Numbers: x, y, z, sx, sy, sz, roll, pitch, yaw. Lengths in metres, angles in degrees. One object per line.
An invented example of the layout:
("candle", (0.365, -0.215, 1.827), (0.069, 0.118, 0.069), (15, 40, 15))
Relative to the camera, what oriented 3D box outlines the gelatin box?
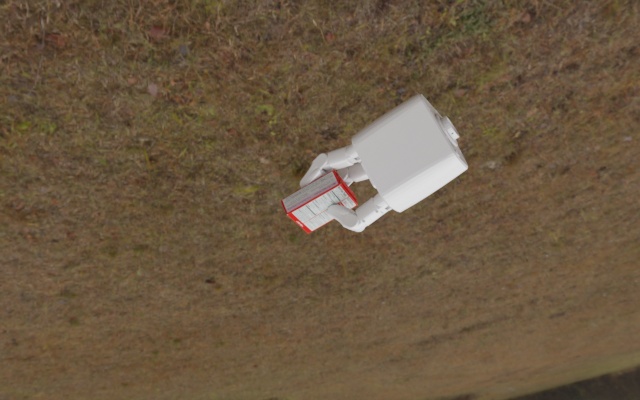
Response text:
("gelatin box", (0.000, 0.003, 0.673), (0.089, 0.030, 0.073), (-31, -33, 9))
